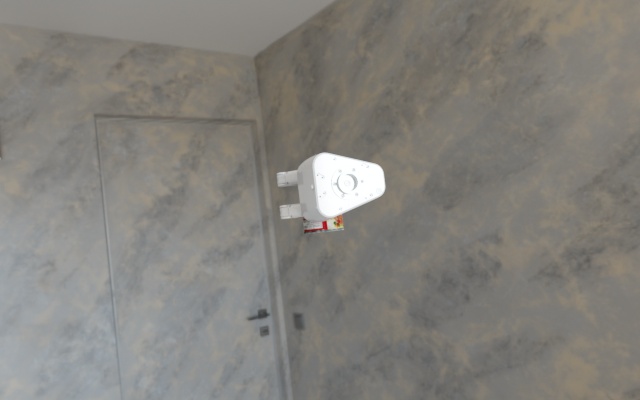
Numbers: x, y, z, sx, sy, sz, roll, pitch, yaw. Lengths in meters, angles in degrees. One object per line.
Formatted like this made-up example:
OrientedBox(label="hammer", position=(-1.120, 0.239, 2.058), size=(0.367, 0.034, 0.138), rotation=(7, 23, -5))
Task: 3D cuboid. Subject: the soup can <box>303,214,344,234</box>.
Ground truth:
OrientedBox(label="soup can", position=(0.000, 0.002, 0.810), size=(0.068, 0.102, 0.068), rotation=(-6, -2, 0))
